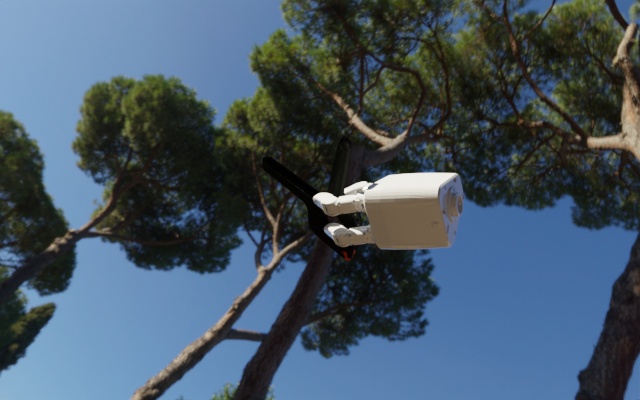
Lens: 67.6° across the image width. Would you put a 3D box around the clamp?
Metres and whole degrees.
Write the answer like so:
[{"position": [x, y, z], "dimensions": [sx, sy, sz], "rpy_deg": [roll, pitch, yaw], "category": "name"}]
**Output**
[{"position": [0.001, 0.003, 0.756], "dimensions": [0.164, 0.210, 0.036], "rpy_deg": [-2, 30, 33], "category": "clamp"}]
